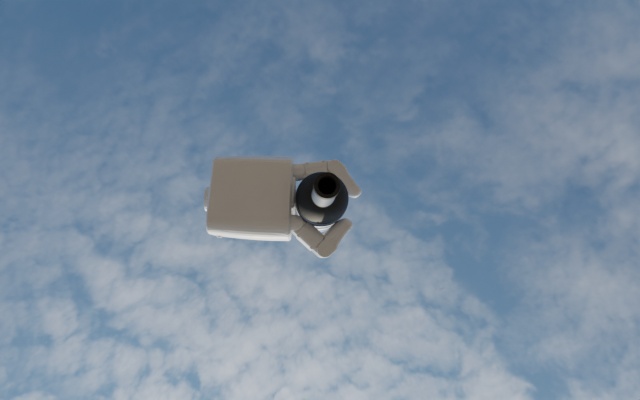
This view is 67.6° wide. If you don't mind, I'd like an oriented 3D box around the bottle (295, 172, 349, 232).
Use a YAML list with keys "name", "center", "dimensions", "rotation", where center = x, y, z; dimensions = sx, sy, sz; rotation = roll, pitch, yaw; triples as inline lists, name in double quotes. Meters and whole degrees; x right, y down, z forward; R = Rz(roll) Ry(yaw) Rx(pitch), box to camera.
- name: "bottle"
  center: [0.000, 0.002, 0.626]
  dimensions: [0.069, 0.069, 0.296]
  rotation: [0, -7, -3]
